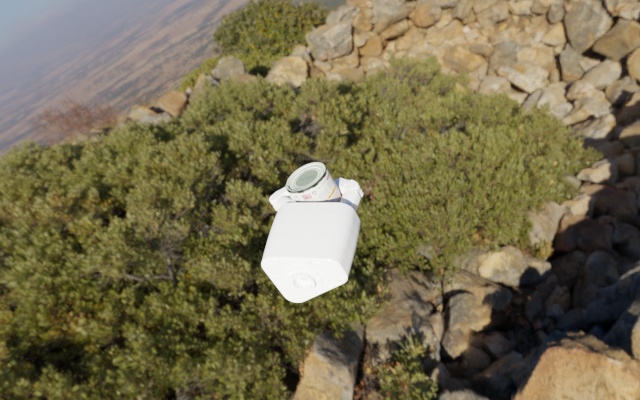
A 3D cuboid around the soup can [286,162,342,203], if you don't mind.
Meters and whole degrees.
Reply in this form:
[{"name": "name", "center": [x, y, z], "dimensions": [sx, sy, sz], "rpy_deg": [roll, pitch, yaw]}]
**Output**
[{"name": "soup can", "center": [0.000, 0.002, 0.713], "dimensions": [0.068, 0.102, 0.068], "rpy_deg": [-22, 33, 15]}]
